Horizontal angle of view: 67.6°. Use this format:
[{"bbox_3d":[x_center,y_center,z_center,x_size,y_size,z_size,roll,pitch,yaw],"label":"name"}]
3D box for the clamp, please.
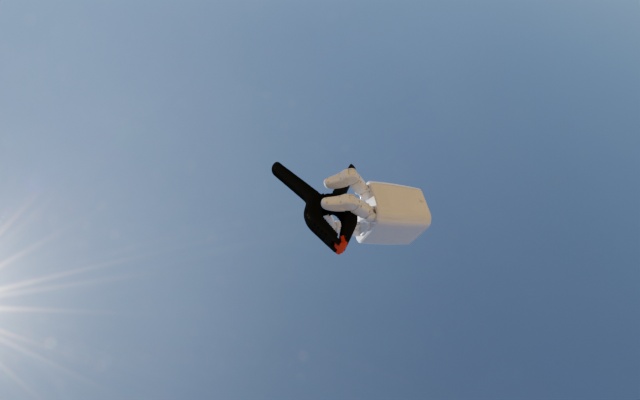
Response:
[{"bbox_3d":[0.000,0.004,0.837,0.164,0.209,0.036,4,-45,-15],"label":"clamp"}]
